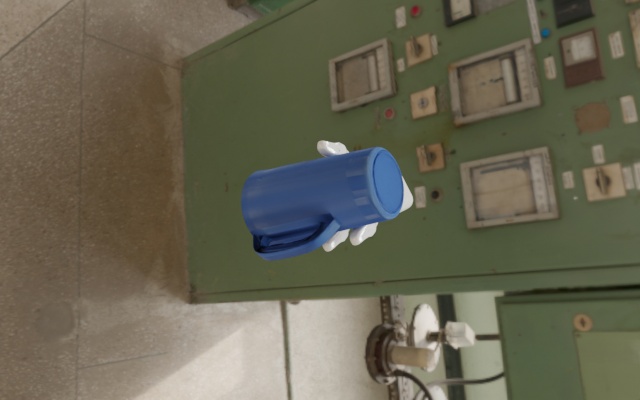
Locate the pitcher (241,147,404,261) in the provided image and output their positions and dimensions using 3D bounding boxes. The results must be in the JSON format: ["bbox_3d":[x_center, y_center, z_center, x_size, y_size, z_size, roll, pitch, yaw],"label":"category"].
[{"bbox_3d":[0.000,0.002,0.749,0.243,0.149,0.145,-12,-1,35],"label":"pitcher"}]
